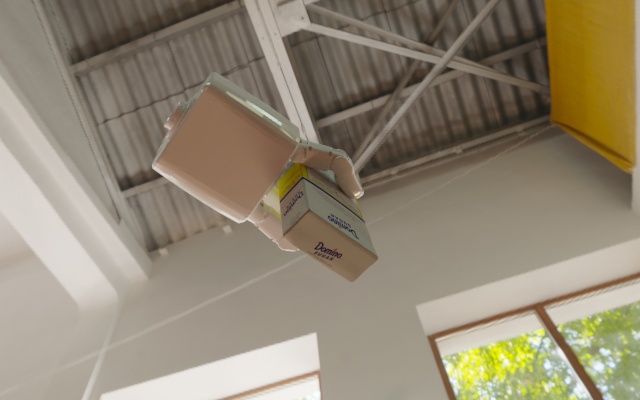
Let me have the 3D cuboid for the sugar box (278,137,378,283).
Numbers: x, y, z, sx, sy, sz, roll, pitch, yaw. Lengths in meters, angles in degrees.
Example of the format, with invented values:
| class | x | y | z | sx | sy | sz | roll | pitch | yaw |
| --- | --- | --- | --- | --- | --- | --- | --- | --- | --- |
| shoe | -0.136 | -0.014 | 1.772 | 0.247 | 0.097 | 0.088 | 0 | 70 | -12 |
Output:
| class | x | y | z | sx | sy | sz | roll | pitch | yaw |
| --- | --- | --- | --- | --- | --- | --- | --- | --- | --- |
| sugar box | 0.000 | 0.002 | 0.519 | 0.093 | 0.048 | 0.176 | 36 | 22 | -24 |
